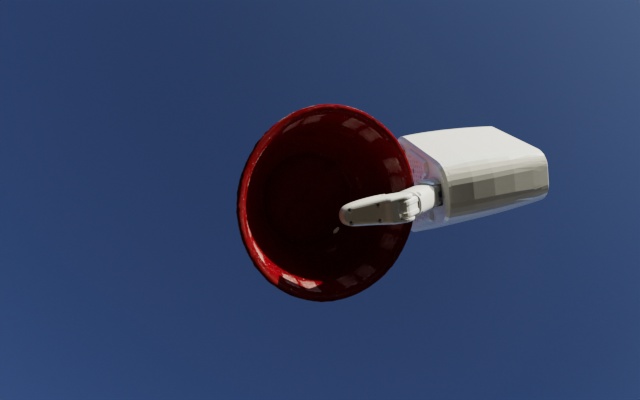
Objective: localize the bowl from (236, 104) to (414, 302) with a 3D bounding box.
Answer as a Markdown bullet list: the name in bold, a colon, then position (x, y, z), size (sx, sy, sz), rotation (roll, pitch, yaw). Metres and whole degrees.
- **bowl**: position (-0.001, 0.001, 0.411), size (0.162, 0.162, 0.055), rotation (0, 5, -25)
